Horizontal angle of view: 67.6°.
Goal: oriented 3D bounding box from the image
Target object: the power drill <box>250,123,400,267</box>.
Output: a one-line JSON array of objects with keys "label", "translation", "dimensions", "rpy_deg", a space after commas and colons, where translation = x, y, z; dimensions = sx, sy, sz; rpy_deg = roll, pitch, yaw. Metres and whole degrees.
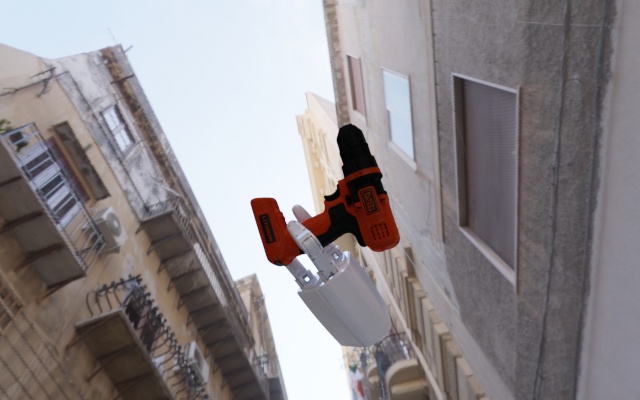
[{"label": "power drill", "translation": [0.000, 0.003, 0.669], "dimensions": [0.187, 0.184, 0.057], "rpy_deg": [-20, -13, 11]}]
